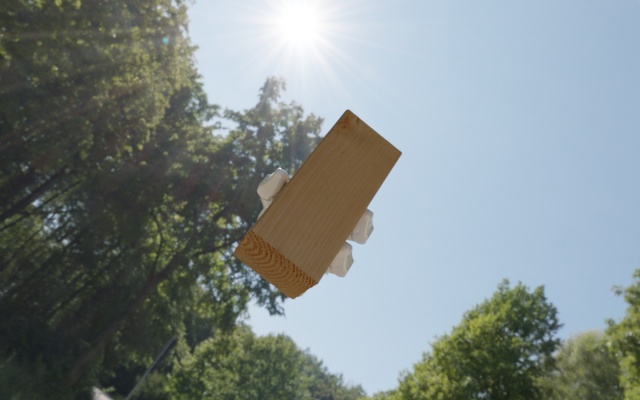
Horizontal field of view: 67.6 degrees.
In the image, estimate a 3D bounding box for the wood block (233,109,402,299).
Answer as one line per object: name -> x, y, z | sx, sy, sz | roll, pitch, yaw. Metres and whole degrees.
wood block -> 0.000, 0.002, 0.569 | 0.091, 0.206, 0.090 | 38, -31, -4
